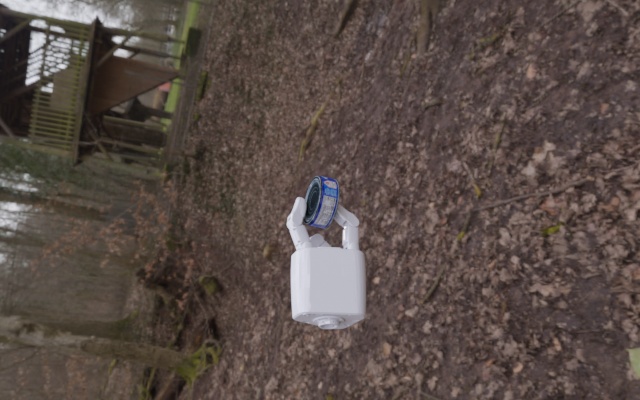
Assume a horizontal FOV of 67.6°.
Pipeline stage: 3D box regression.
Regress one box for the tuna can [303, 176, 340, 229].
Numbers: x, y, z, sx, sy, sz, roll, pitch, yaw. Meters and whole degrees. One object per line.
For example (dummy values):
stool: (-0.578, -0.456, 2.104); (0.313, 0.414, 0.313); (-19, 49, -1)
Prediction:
tuna can: (0.000, 0.002, 0.796); (0.034, 0.086, 0.086); (13, -4, -18)
